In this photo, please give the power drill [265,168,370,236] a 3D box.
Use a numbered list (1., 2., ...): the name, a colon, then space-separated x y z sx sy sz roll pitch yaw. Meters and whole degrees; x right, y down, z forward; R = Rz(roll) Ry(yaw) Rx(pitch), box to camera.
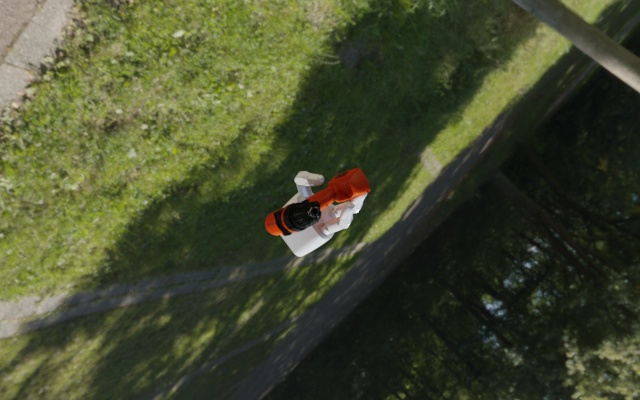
1. power drill: 0.000 0.003 0.894 0.187 0.057 0.184 -28 6 -29
